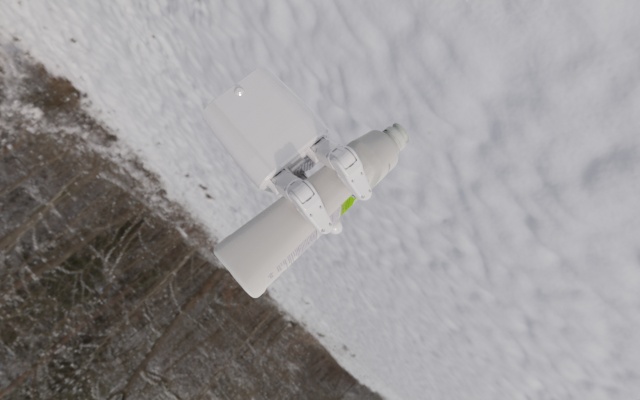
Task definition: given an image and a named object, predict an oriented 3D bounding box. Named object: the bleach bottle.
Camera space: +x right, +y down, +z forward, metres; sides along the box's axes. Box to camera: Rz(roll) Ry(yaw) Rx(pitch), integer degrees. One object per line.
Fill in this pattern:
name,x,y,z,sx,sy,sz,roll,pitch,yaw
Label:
bleach bottle,0.000,0.002,0.539,0.251,0.068,0.102,-40,-9,-13
